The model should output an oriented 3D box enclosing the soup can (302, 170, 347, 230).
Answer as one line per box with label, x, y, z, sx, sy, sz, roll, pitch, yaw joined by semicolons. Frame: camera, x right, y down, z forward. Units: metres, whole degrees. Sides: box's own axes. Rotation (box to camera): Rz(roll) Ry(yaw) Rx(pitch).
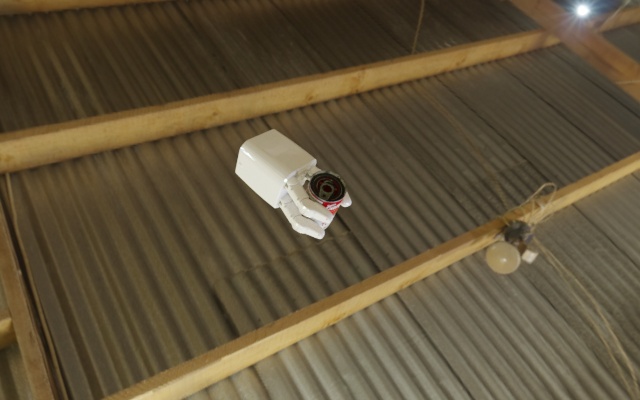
soup can;0.001;0.003;0.865;0.068;0.068;0.102;0;-34;-19
